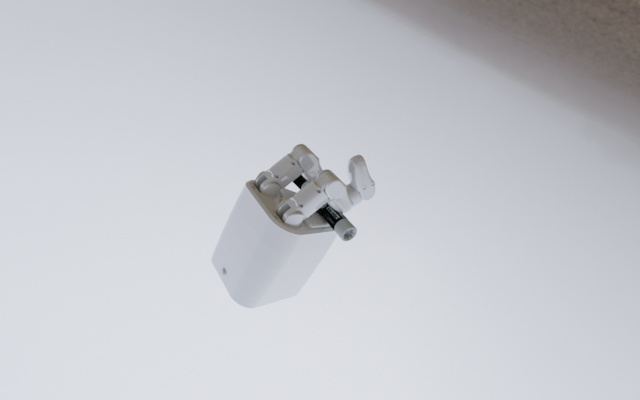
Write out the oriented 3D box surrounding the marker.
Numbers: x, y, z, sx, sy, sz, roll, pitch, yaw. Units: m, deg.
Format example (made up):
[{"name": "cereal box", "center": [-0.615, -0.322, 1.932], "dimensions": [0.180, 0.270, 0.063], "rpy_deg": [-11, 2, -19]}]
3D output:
[{"name": "marker", "center": [0.000, 0.002, 0.526], "dimensions": [0.020, 0.020, 0.121], "rpy_deg": [0, 33, -36]}]
